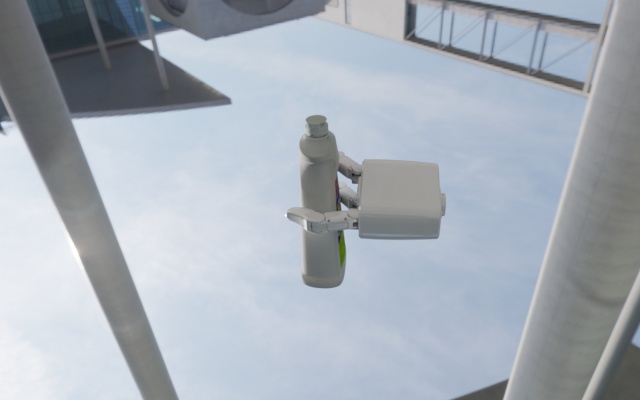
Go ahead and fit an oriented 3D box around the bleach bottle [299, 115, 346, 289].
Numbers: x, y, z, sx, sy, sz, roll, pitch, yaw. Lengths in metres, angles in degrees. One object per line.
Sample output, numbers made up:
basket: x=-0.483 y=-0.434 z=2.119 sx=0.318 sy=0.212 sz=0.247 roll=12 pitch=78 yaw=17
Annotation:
bleach bottle: x=0.000 y=0.002 z=0.684 sx=0.068 sy=0.251 sz=0.102 roll=2 pitch=35 yaw=8
